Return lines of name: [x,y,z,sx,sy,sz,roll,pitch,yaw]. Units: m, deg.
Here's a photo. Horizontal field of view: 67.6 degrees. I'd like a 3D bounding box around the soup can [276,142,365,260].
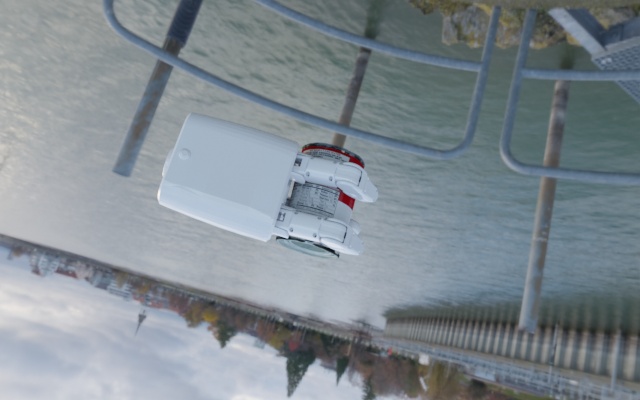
soup can: [0.000,0.002,0.484,0.068,0.102,0.068,15,-15,4]
